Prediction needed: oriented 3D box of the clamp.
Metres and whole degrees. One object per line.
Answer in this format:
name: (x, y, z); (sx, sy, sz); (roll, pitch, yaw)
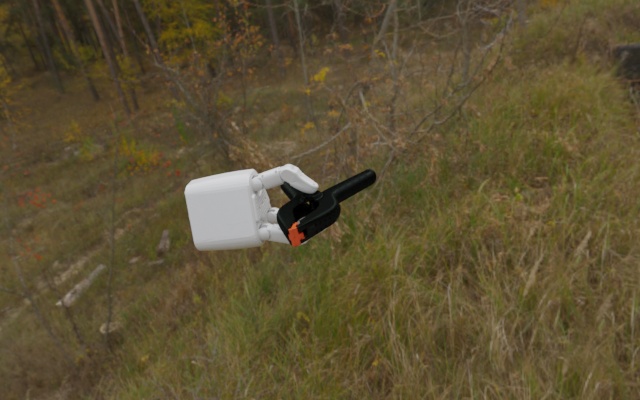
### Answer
clamp: (0.000, 0.002, 0.718); (0.164, 0.036, 0.210); (-8, 23, 12)
